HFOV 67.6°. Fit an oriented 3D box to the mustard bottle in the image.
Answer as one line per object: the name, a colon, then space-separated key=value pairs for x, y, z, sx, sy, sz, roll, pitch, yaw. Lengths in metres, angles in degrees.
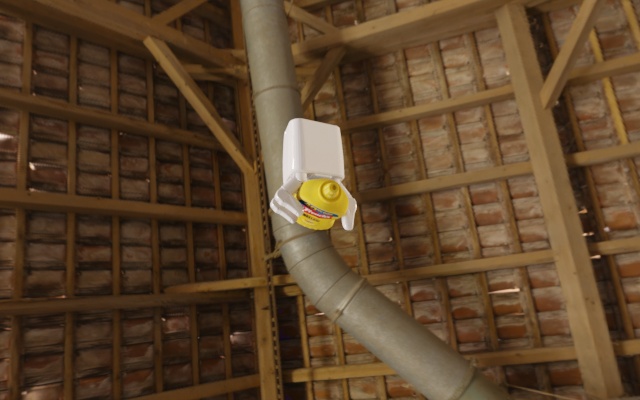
mustard bottle: x=0.000 y=0.003 z=0.883 sx=0.096 sy=0.058 sz=0.192 roll=25 pitch=-20 yaw=-6
